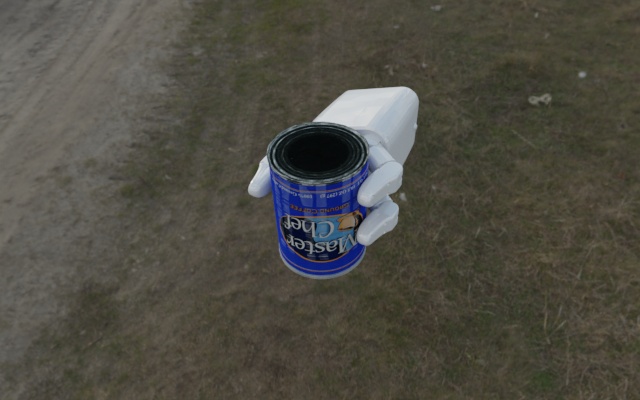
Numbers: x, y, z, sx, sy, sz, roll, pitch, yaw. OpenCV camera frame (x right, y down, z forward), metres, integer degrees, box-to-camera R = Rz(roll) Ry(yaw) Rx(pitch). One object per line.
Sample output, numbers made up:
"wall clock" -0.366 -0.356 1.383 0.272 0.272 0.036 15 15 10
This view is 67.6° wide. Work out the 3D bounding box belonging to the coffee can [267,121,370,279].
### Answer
"coffee can" 0.000 0.002 0.517 0.103 0.140 0.102 -1 43 1
